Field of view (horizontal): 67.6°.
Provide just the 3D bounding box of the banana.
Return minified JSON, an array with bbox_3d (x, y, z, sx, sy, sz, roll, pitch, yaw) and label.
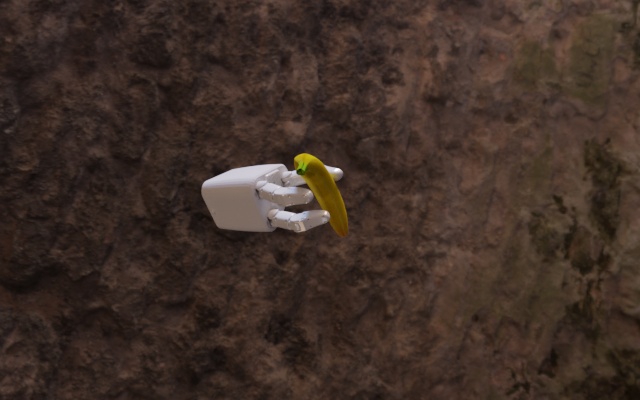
[{"bbox_3d":[0.000,-0.015,0.739,0.037,0.069,0.198,-8,-34,22],"label":"banana"}]
